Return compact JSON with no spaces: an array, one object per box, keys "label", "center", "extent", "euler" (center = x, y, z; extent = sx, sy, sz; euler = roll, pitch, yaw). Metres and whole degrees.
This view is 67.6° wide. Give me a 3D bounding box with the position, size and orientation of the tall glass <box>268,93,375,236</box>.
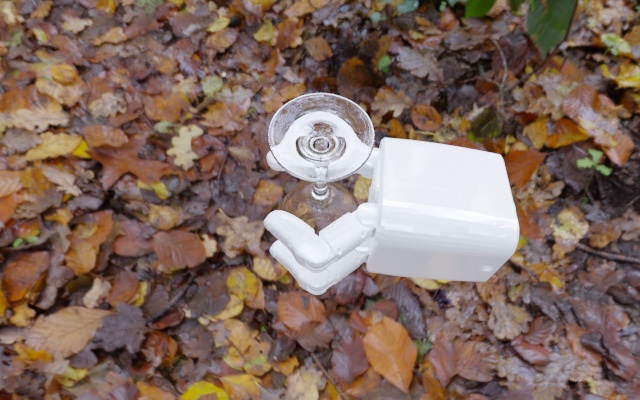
[{"label":"tall glass","center":[0.000,0.001,0.415],"extent":[0.079,0.079,0.201],"euler":[0,-28,-1]}]
